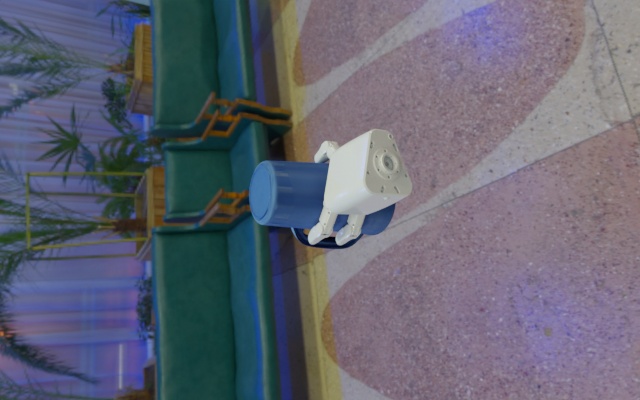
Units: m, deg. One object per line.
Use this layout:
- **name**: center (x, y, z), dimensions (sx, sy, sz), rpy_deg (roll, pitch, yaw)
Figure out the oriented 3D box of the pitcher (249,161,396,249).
- **pitcher**: center (0.000, 0.003, 0.851), dimensions (0.243, 0.149, 0.145), rpy_deg (3, -17, -31)
